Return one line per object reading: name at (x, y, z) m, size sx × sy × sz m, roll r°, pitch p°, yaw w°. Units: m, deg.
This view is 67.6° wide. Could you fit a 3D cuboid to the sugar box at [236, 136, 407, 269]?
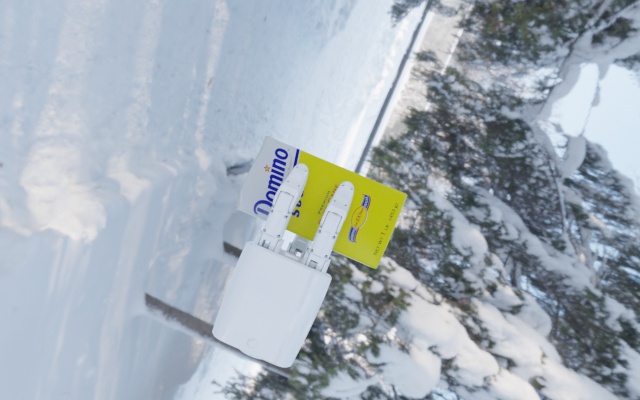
sugar box at (0.000, 0.002, 0.552) m, size 0.176 × 0.093 × 0.048 m, roll 22°, pitch -5°, yaw 3°
